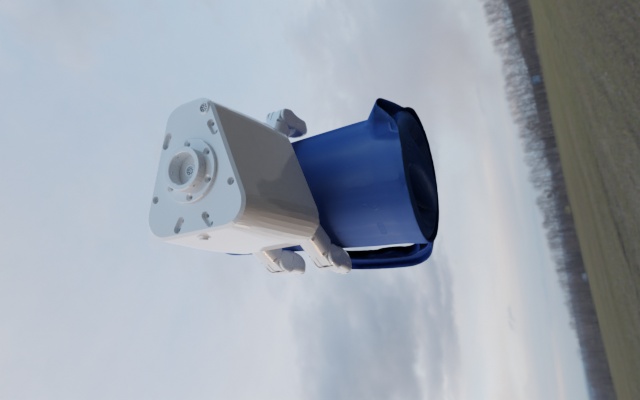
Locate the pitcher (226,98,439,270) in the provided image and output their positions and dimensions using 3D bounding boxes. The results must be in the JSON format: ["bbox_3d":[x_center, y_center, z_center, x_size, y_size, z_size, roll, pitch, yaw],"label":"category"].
[{"bbox_3d":[0.000,0.002,0.512,0.243,0.149,0.145,-10,-13,25],"label":"pitcher"}]
